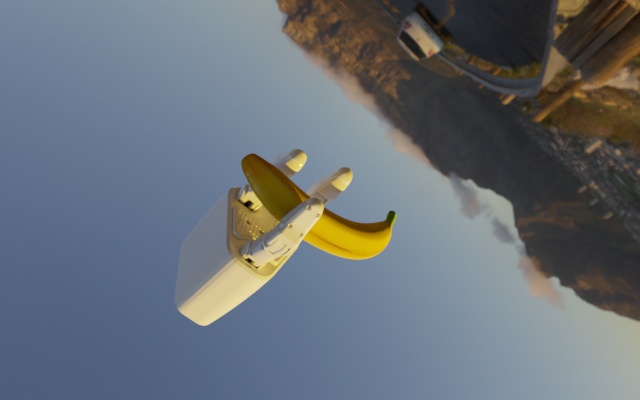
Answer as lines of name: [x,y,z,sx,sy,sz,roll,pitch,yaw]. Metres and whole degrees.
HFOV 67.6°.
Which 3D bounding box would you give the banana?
banana: [0.005,0.017,0.469,0.198,0.069,0.037,23,-47,-35]
